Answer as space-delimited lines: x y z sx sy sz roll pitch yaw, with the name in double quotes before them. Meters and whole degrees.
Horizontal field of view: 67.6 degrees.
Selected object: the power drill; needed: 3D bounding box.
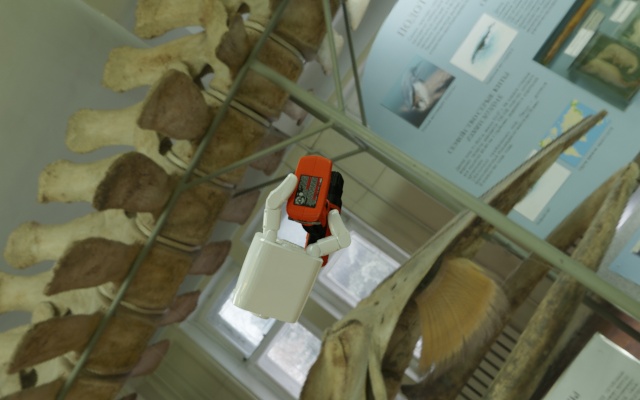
"power drill" 0.000 0.003 0.792 0.057 0.184 0.188 6 -23 13
